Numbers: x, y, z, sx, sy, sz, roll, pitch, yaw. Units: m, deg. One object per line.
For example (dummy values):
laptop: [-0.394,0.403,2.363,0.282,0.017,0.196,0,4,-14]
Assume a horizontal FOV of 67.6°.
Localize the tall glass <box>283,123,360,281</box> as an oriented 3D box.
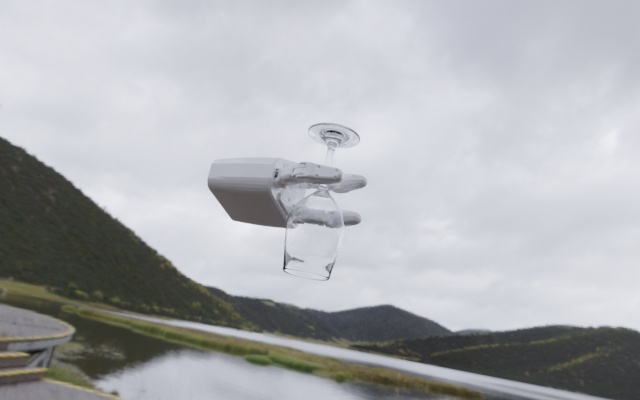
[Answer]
tall glass: [0.000,0.001,0.639,0.079,0.201,0.079,10,-17,3]
